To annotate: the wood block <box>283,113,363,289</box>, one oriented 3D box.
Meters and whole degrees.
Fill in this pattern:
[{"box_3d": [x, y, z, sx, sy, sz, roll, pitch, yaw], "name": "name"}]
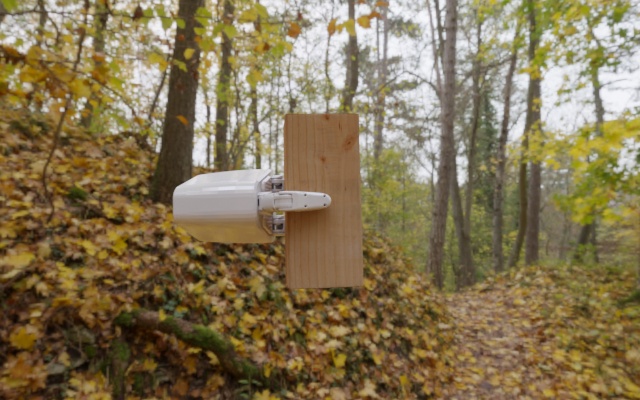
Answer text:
[{"box_3d": [0.000, 0.002, 0.602, 0.090, 0.206, 0.091, -1, -3, -6], "name": "wood block"}]
